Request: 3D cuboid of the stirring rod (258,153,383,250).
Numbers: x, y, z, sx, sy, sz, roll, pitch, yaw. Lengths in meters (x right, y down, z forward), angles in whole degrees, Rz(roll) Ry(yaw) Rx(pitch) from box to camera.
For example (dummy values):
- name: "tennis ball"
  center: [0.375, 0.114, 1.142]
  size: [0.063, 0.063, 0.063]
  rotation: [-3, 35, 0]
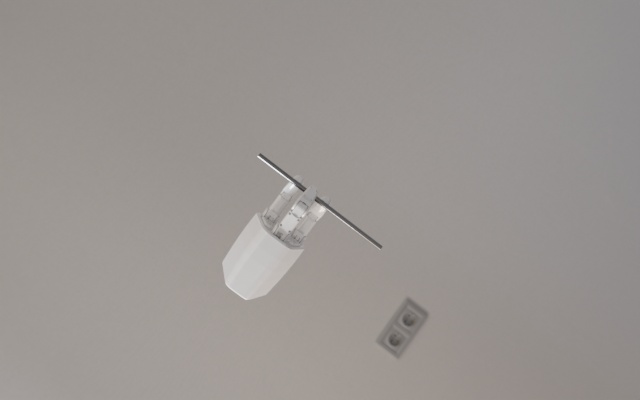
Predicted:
- name: "stirring rod"
  center: [0.000, 0.003, 0.746]
  size: [0.239, 0.011, 0.011]
  rotation: [37, -3, -4]
